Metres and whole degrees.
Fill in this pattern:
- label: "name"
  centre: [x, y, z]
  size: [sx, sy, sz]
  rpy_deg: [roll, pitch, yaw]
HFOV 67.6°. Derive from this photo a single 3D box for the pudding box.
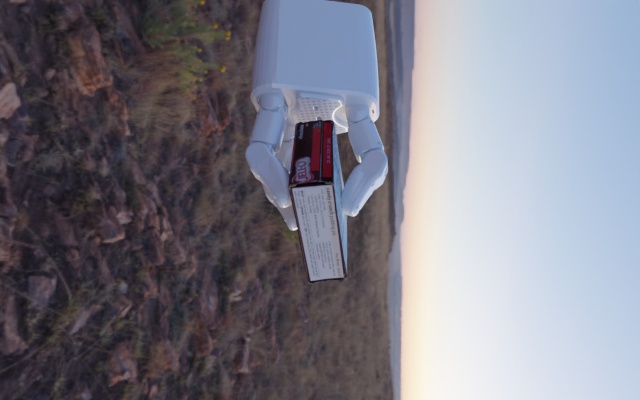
- label: "pudding box"
  centre: [0.000, 0.001, 0.411]
  size: [0.039, 0.114, 0.090]
  rpy_deg: [-5, 40, 7]
